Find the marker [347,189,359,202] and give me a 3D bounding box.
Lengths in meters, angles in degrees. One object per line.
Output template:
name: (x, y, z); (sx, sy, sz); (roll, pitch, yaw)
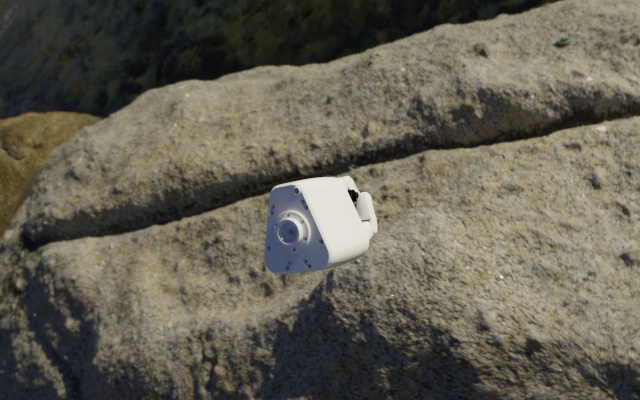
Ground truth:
marker: (0.000, 0.002, 0.699); (0.121, 0.020, 0.020); (-10, -5, 28)
